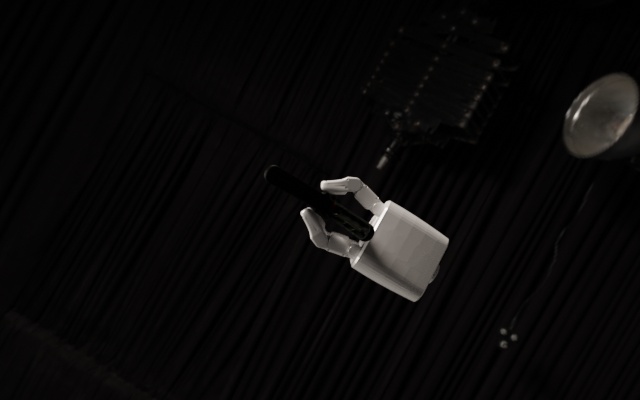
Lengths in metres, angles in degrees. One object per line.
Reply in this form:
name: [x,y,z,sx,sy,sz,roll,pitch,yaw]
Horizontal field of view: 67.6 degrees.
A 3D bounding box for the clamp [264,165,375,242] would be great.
clamp: [0.001,0.002,0.704,0.164,0.036,0.210,33,1,1]
